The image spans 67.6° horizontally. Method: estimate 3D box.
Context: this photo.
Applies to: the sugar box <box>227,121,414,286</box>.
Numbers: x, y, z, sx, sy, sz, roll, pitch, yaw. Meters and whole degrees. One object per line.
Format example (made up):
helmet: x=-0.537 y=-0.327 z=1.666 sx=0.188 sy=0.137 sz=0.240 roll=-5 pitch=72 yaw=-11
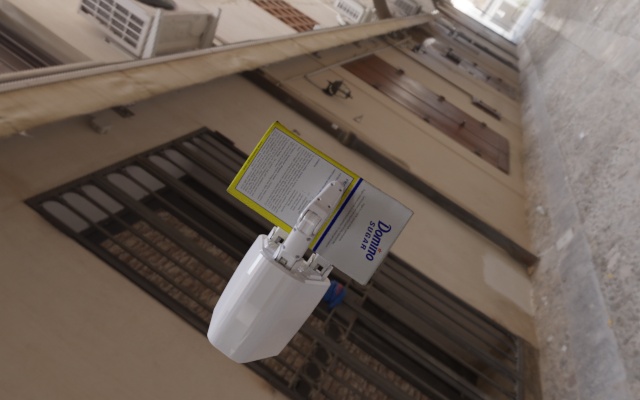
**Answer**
sugar box: x=0.000 y=0.002 z=0.509 sx=0.176 sy=0.093 sz=0.048 roll=35 pitch=2 yaw=6
